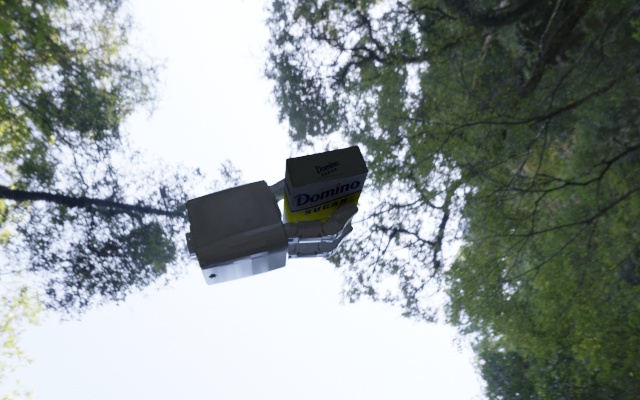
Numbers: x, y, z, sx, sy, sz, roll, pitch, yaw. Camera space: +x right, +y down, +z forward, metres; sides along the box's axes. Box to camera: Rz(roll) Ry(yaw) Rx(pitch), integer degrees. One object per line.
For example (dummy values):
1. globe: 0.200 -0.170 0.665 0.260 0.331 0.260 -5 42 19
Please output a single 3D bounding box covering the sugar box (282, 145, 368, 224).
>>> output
1. sugar box: 0.000 0.003 0.621 0.093 0.048 0.176 -12 -25 -11
